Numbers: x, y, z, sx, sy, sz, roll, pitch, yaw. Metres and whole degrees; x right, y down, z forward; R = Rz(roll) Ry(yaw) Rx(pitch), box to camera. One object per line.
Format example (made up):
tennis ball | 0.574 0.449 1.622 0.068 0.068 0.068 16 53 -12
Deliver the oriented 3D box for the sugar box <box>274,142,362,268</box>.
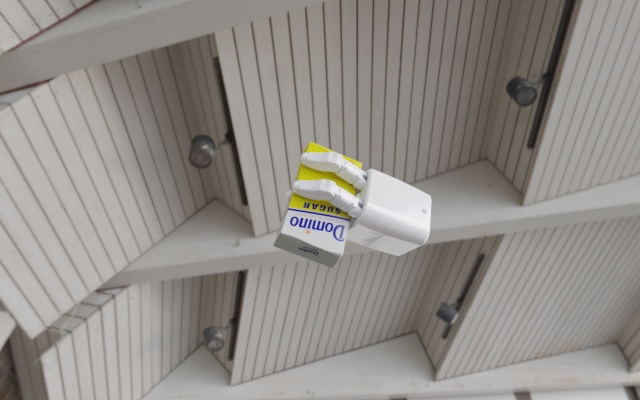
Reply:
sugar box | 0.000 0.002 0.701 0.093 0.176 0.048 21 -40 -9
